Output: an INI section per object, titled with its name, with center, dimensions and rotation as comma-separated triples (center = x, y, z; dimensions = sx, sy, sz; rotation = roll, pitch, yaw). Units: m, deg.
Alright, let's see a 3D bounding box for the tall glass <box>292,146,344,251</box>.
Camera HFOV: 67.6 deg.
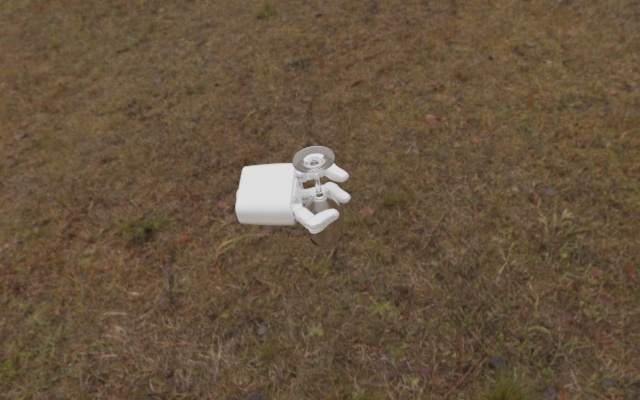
[tall glass]
center = 0.000, 0.002, 0.876
dimensions = 0.079, 0.201, 0.079
rotation = -5, 42, 5
